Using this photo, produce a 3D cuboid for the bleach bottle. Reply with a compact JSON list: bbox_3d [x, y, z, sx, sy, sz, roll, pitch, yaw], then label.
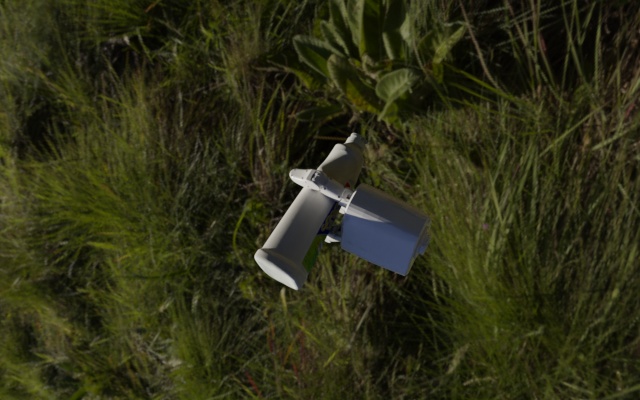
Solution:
[{"bbox_3d":[0.000,0.002,0.704,0.068,0.250,0.103,25,-19,16],"label":"bleach bottle"}]
